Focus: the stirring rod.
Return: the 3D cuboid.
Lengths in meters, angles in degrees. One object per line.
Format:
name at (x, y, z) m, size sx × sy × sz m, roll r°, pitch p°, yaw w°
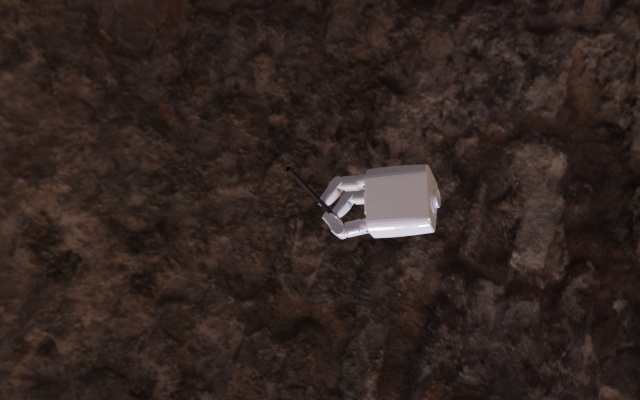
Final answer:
stirring rod at (0.000, 0.003, 0.820) m, size 0.011 × 0.011 × 0.240 m, roll 0°, pitch -25°, yaw 27°
